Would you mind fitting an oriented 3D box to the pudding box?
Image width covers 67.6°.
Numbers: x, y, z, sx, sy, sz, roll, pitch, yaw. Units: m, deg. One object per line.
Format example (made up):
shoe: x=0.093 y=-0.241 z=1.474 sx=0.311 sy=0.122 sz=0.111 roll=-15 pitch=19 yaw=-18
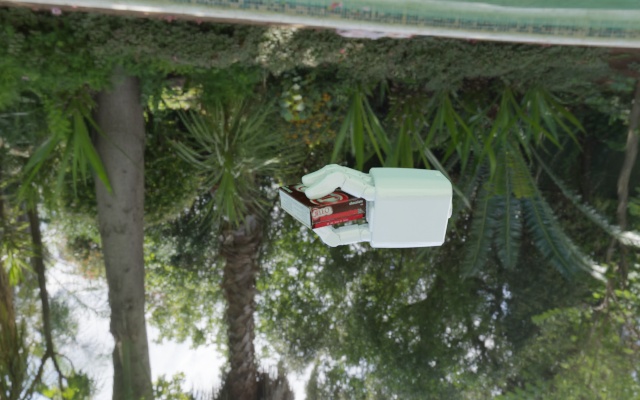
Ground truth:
pudding box: x=0.000 y=0.002 z=0.704 sx=0.090 sy=0.039 sz=0.113 roll=-10 pitch=19 yaw=-26
